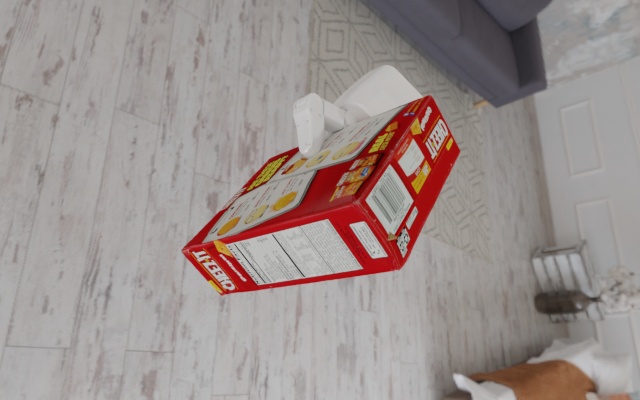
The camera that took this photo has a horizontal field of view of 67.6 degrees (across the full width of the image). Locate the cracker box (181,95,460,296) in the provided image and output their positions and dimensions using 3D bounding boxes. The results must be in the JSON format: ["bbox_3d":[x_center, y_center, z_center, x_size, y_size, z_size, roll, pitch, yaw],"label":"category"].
[{"bbox_3d":[0.000,0.001,0.435,0.214,0.072,0.164,-17,26,41],"label":"cracker box"}]
